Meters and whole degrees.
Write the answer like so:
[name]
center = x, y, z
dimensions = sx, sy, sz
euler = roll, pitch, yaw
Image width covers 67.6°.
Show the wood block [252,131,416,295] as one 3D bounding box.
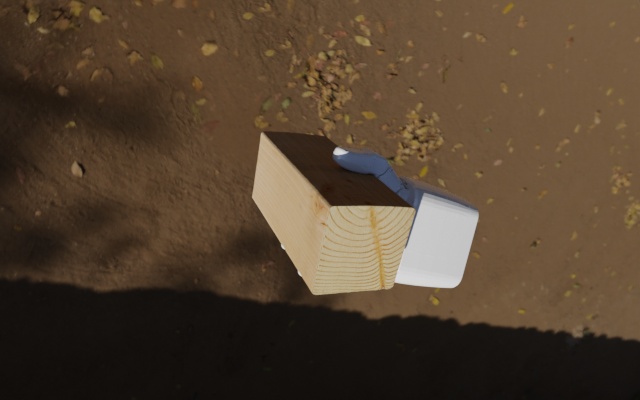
[wood block]
center = 0.001, 0.001, 0.514
dimensions = 0.090, 0.091, 0.206
euler = 1, 24, -26
